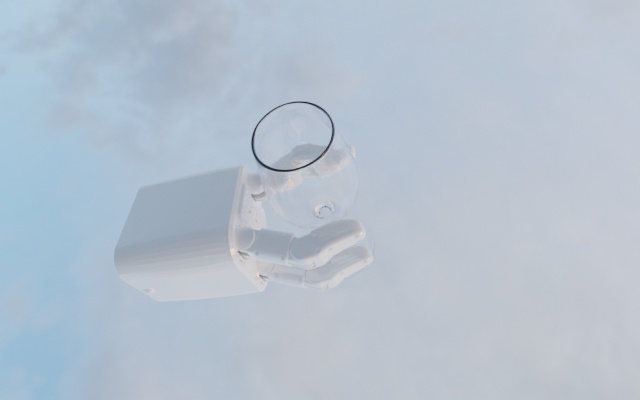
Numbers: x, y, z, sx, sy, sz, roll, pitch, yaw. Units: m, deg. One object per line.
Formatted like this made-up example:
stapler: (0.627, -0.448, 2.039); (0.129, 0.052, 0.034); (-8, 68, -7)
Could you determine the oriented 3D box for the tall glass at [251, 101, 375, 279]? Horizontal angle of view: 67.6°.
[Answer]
tall glass: (0.000, 0.002, 0.423); (0.079, 0.079, 0.201); (0, -29, 13)
